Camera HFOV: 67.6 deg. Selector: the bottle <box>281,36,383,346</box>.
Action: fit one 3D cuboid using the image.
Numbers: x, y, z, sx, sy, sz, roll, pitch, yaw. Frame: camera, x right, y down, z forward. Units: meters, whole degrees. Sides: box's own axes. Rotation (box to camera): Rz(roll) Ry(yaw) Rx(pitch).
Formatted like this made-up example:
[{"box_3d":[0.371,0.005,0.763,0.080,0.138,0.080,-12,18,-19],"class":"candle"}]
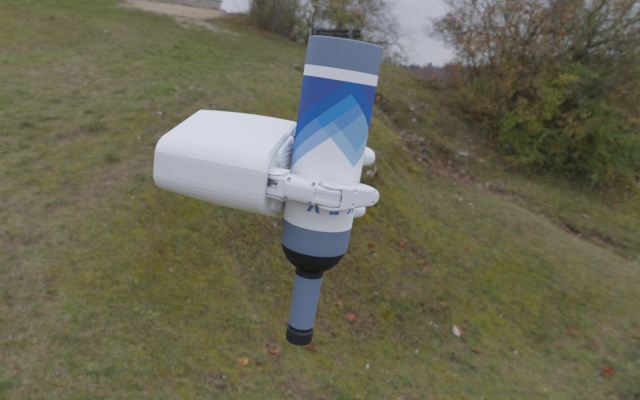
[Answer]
[{"box_3d":[0.000,0.001,0.457,0.069,0.296,0.069,9,14,-2],"class":"bottle"}]
